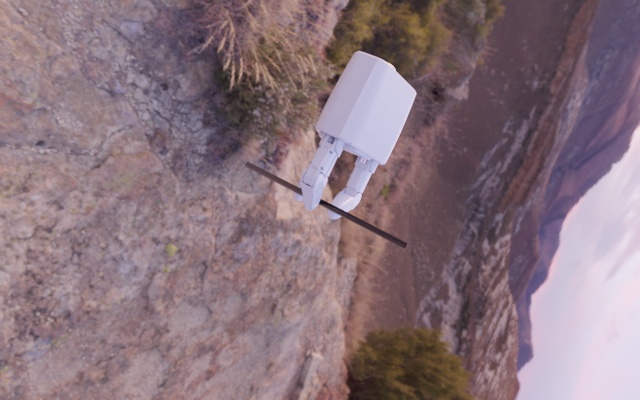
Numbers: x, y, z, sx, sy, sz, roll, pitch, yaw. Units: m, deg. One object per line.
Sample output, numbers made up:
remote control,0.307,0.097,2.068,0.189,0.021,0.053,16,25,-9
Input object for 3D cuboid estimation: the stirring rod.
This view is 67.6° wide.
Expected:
stirring rod,0.000,0.002,0.604,0.239,0.011,0.011,27,10,21
